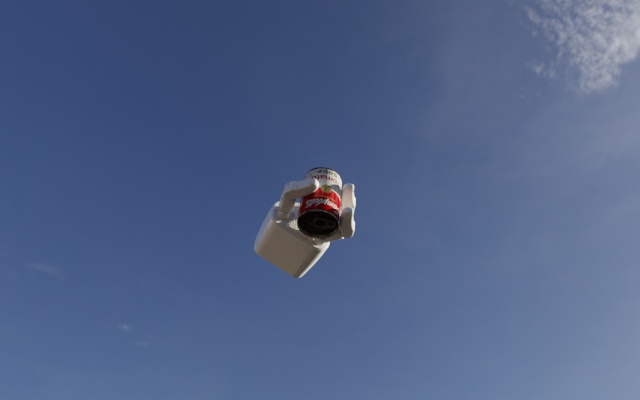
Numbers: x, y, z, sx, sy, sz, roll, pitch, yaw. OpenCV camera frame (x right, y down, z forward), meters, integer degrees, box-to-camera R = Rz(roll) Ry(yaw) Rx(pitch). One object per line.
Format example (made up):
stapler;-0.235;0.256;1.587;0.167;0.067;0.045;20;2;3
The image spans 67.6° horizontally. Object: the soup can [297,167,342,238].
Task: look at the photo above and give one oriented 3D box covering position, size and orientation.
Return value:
soup can;0.000;0.002;0.792;0.068;0.102;0.069;3;-44;3
